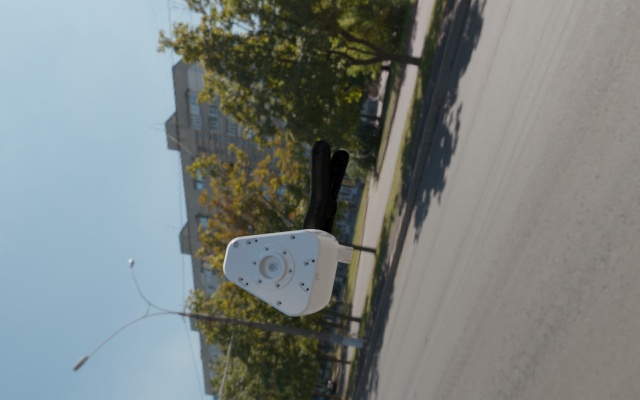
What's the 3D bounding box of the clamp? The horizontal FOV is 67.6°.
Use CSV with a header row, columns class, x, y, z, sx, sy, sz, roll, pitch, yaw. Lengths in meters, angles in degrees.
class,x,y,z,sx,sy,sz,roll,pitch,yaw
clamp,0.000,0.002,0.634,0.039,0.171,0.120,8,-7,22
